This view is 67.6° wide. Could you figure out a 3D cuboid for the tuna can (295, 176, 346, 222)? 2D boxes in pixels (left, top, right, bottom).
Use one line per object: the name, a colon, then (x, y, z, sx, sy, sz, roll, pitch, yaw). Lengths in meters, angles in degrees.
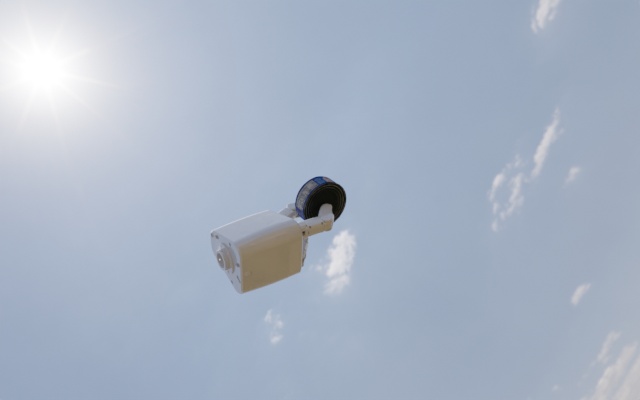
tuna can: (0.000, 0.002, 0.814, 0.086, 0.086, 0.033, 0, 25, -37)
